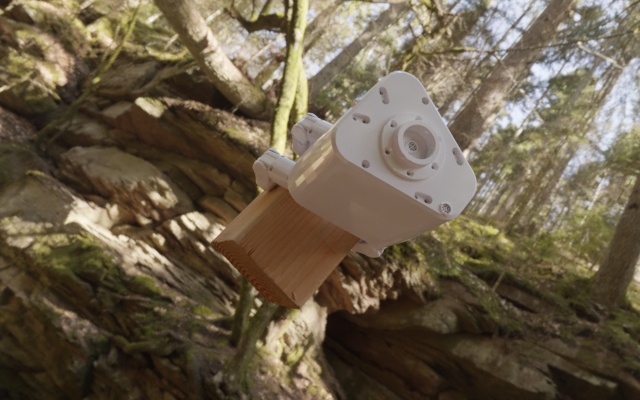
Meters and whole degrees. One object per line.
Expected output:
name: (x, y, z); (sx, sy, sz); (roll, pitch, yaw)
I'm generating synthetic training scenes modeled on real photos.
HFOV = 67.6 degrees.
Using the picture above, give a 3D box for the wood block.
wood block: (0.001, 0.002, 0.493); (0.206, 0.091, 0.090); (-46, 14, -23)
